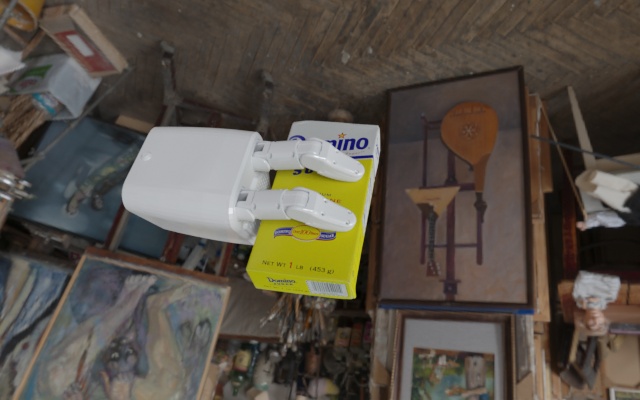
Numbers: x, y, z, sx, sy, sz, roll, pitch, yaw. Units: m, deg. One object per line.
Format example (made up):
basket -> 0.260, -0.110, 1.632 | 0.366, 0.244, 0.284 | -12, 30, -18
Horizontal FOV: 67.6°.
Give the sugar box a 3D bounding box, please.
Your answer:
sugar box -> 0.000, 0.001, 0.454 | 0.093, 0.176, 0.048 | 5, -32, 12
